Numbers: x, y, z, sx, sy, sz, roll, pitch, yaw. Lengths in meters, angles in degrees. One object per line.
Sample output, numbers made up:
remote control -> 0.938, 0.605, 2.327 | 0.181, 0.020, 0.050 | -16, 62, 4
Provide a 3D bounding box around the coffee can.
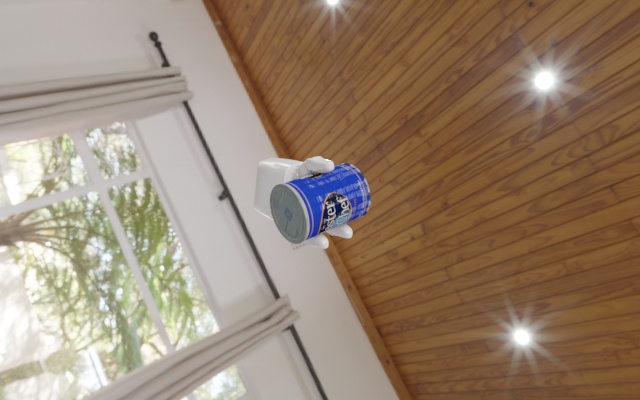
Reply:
coffee can -> 0.000, 0.003, 0.811 | 0.140, 0.103, 0.103 | -20, 12, -34
